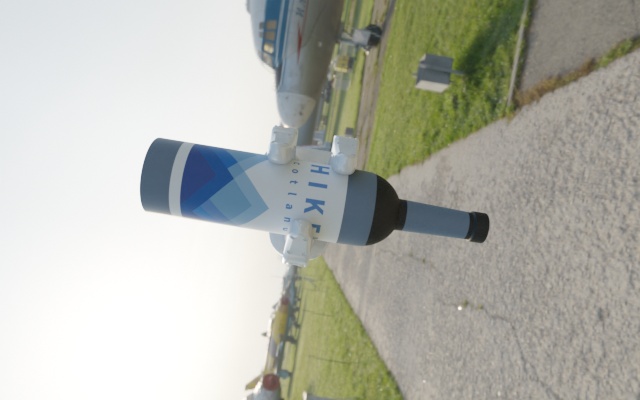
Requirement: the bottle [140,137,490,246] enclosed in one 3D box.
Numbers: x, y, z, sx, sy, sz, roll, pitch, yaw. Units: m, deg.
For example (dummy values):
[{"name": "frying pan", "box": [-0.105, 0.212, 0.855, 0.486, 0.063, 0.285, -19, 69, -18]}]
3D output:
[{"name": "bottle", "box": [0.000, 0.001, 0.420, 0.296, 0.069, 0.069, 9, 0, -2]}]
